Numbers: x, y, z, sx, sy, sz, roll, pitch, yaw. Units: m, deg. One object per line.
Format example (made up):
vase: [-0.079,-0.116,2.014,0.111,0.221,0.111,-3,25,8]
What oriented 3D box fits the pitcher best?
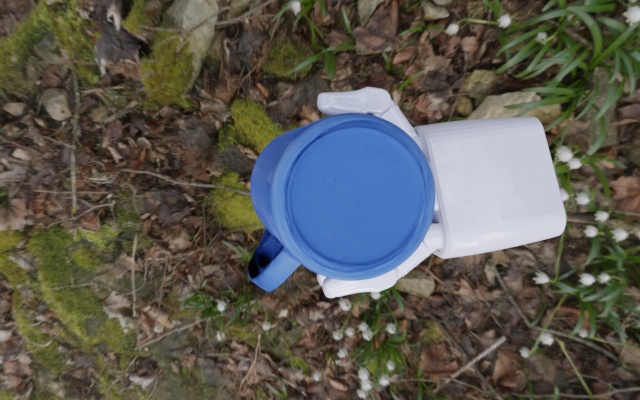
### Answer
pitcher: [0.000,0.001,0.413,0.145,0.149,0.243,-8,4,-7]
